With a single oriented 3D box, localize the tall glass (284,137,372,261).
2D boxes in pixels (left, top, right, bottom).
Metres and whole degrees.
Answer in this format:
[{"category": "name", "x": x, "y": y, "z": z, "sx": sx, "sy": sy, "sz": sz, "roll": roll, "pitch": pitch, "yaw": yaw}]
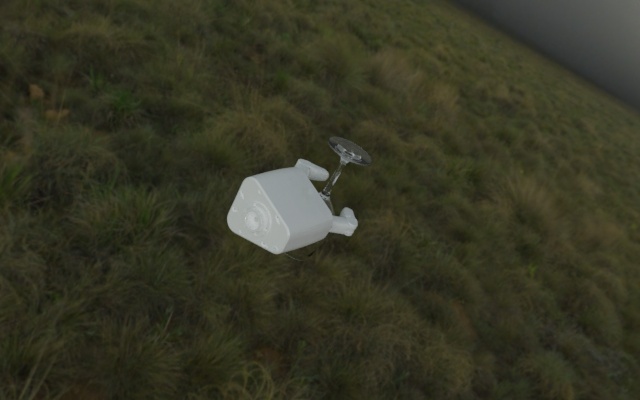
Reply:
[{"category": "tall glass", "x": 0.001, "y": 0.002, "z": 0.760, "sx": 0.079, "sy": 0.201, "sz": 0.079, "roll": 23, "pitch": 27, "yaw": -13}]
